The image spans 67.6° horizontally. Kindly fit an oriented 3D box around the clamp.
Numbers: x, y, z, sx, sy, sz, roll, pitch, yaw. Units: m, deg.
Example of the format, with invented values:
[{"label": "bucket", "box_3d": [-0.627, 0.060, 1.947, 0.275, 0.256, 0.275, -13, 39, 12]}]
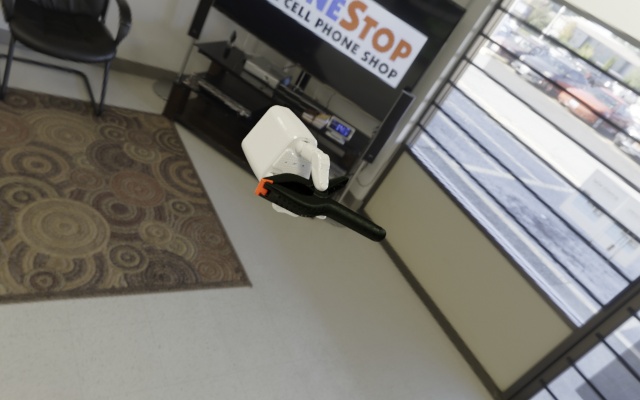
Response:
[{"label": "clamp", "box_3d": [0.000, 0.002, 0.751, 0.210, 0.036, 0.164, 7, 33, -38]}]
